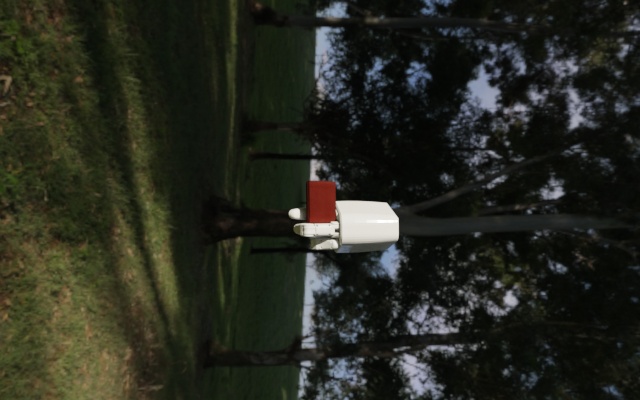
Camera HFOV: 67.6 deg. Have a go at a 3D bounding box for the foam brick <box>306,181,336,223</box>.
[{"bbox_3d":[0.000,0.003,0.882,0.051,0.078,0.053,-1,1,-5],"label":"foam brick"}]
